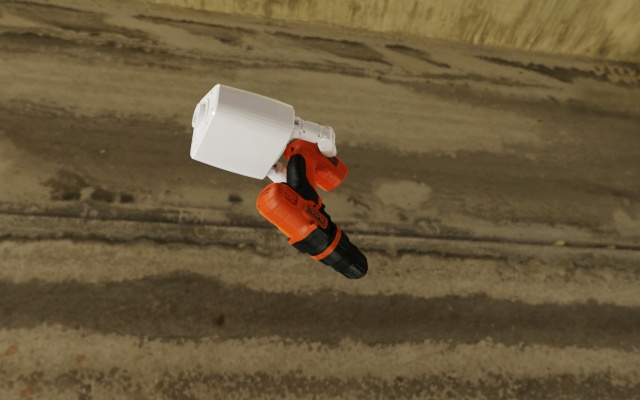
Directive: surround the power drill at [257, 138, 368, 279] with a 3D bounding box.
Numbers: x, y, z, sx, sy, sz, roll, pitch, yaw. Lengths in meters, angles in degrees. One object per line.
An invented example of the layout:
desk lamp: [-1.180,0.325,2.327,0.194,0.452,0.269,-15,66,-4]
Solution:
power drill: [0.000,0.002,0.668,0.057,0.187,0.184,-34,-61,26]
